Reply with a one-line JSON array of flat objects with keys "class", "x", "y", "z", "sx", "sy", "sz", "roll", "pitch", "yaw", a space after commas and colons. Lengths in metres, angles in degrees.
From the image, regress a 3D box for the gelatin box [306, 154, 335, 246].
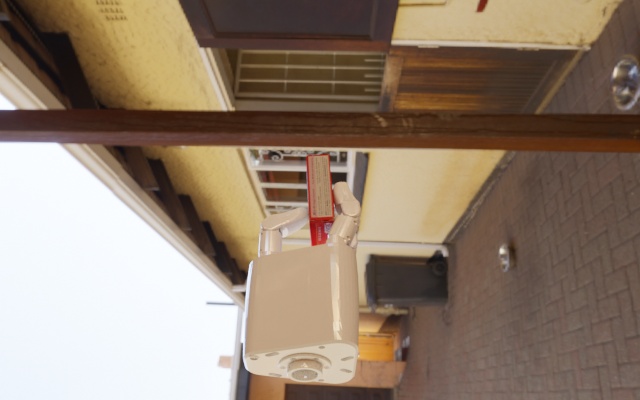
[{"class": "gelatin box", "x": 0.000, "y": 0.002, "z": 0.562, "sx": 0.030, "sy": 0.089, "sz": 0.073, "roll": -4, "pitch": -30, "yaw": -2}]
